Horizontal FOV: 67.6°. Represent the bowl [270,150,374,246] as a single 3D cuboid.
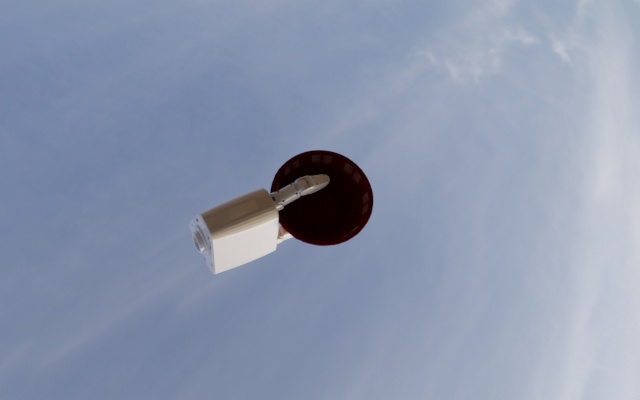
[{"bbox_3d":[0.001,0.002,0.763,0.162,0.162,0.055,0,-22,-7],"label":"bowl"}]
